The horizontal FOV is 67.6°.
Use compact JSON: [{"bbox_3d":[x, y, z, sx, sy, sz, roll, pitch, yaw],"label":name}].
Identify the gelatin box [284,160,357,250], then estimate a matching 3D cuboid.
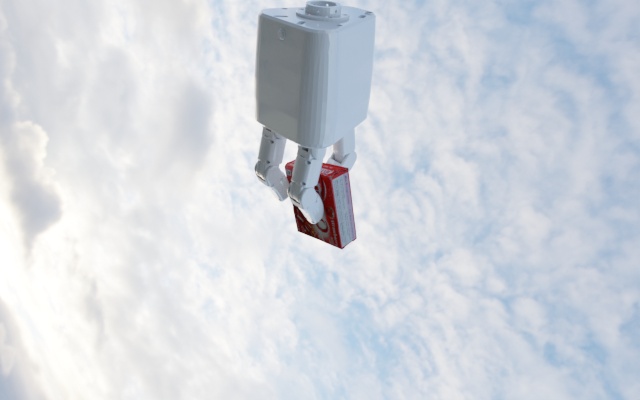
[{"bbox_3d":[0.000,0.002,0.527,0.030,0.089,0.073,-30,33,-36],"label":"gelatin box"}]
